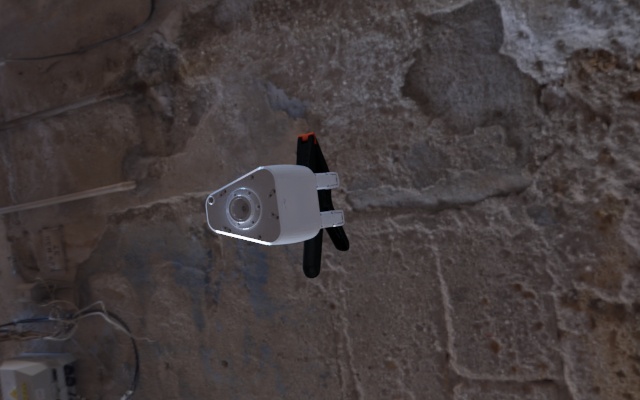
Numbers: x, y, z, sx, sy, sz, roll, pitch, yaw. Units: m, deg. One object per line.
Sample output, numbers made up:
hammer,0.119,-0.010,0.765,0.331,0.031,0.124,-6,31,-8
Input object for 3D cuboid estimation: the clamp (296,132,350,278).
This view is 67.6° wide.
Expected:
clamp,-0.001,0.002,0.738,0.036,0.210,0.164,-8,-1,20
